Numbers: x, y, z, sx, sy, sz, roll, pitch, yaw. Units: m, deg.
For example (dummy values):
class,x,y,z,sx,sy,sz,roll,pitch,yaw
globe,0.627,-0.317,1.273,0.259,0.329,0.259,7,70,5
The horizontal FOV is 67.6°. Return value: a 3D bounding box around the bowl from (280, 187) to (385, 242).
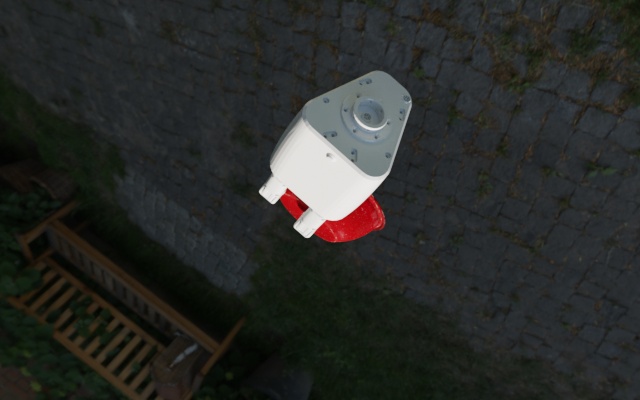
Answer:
class,x,y,z,sx,sy,sz,roll,pitch,yaw
bowl,0.000,0.003,0.600,0.162,0.055,0.162,37,-16,13
